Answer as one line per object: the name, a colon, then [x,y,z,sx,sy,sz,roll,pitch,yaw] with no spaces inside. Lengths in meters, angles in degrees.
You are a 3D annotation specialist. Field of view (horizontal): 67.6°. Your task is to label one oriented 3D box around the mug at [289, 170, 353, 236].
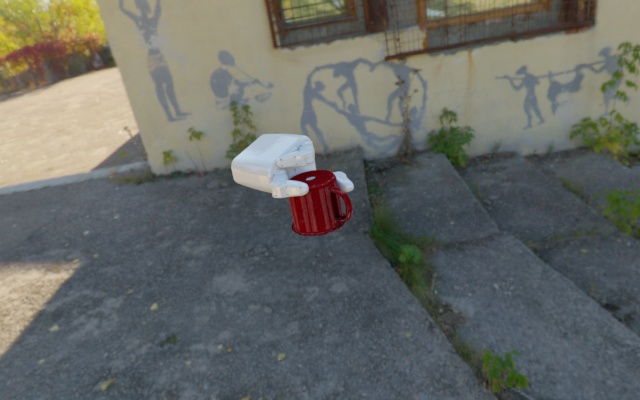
mug: [0.001,0.003,0.769,0.117,0.081,0.093,10,31,40]
